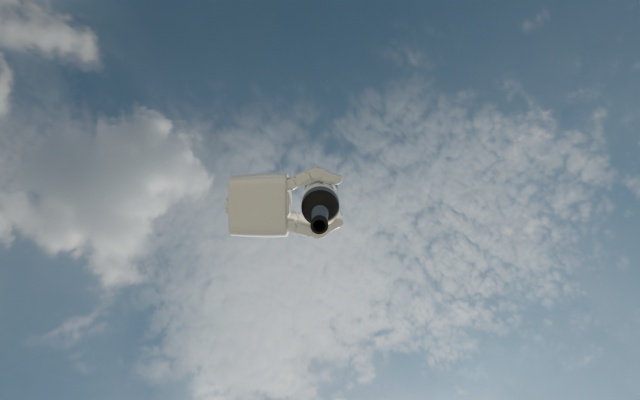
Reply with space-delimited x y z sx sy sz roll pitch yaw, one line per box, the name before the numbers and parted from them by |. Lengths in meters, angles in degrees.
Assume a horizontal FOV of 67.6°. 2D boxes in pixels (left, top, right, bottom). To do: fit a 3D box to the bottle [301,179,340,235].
bottle | 0.000 0.003 0.859 0.069 0.069 0.295 0 14 1
